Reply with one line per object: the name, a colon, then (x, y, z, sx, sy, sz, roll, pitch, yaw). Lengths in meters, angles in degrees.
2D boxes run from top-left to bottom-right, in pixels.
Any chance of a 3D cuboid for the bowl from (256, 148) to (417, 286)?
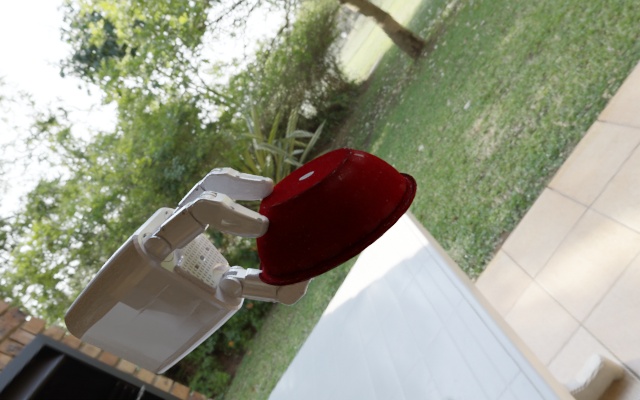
bowl: (0.001, 0.000, 0.418, 0.162, 0.055, 0.162, -30, 16, 9)
